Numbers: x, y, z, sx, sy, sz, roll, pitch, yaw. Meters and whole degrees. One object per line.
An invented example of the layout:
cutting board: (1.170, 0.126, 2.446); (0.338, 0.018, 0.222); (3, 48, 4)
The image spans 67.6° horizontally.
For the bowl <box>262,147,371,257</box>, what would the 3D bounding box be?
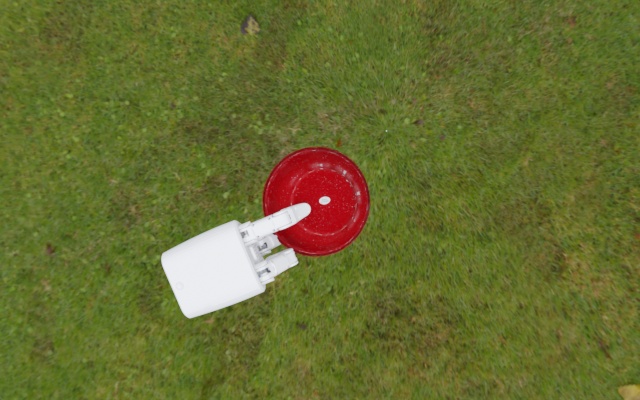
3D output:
bowl: (0.001, 0.001, 0.675); (0.162, 0.162, 0.055); (0, 1, -11)
